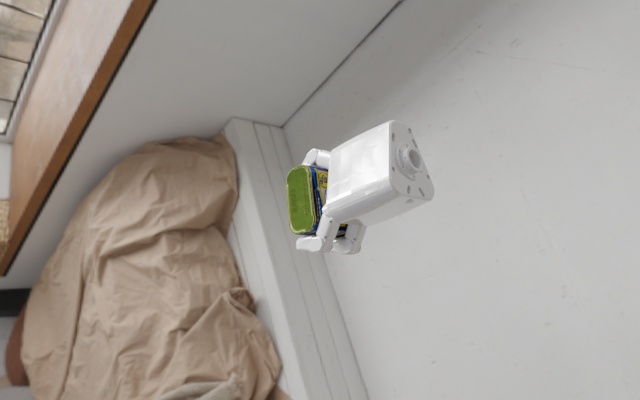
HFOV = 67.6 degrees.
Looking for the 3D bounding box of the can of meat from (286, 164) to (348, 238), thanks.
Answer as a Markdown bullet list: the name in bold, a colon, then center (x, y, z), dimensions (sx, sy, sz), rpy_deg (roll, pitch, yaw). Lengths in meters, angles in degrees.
- **can of meat**: center (0.000, 0.002, 0.685), dimensions (0.084, 0.102, 0.057), rpy_deg (7, -20, -43)
